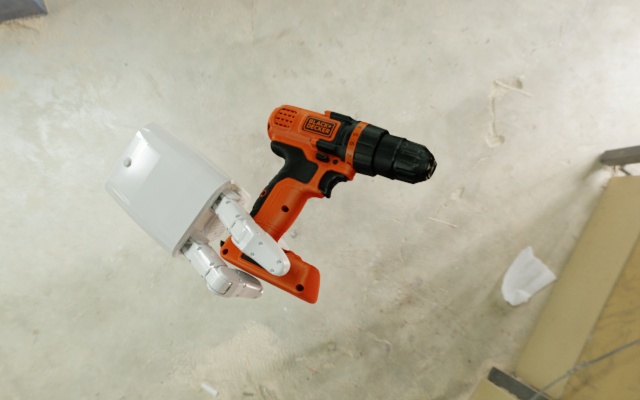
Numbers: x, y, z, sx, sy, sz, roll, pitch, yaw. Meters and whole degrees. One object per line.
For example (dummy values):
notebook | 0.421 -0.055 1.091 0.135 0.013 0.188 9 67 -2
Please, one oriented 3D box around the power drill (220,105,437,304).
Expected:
power drill | 0.000 0.002 0.473 0.184 0.187 0.057 20 -16 25
